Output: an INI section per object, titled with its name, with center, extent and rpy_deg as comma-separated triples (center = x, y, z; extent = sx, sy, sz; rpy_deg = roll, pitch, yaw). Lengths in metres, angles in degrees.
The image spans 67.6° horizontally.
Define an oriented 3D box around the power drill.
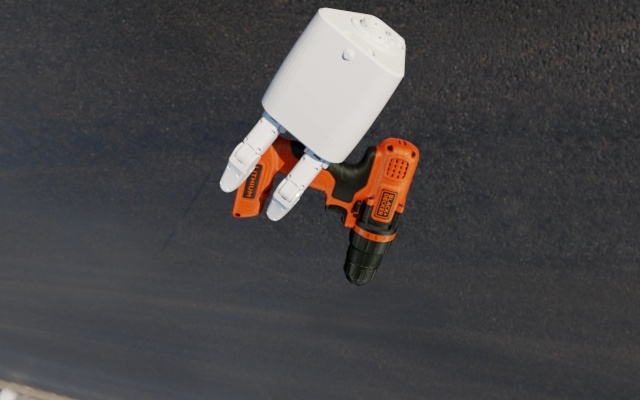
[power drill]
center = 0.000, 0.001, 0.542
extent = 0.187, 0.184, 0.057
rpy_deg = 13, 22, -6
